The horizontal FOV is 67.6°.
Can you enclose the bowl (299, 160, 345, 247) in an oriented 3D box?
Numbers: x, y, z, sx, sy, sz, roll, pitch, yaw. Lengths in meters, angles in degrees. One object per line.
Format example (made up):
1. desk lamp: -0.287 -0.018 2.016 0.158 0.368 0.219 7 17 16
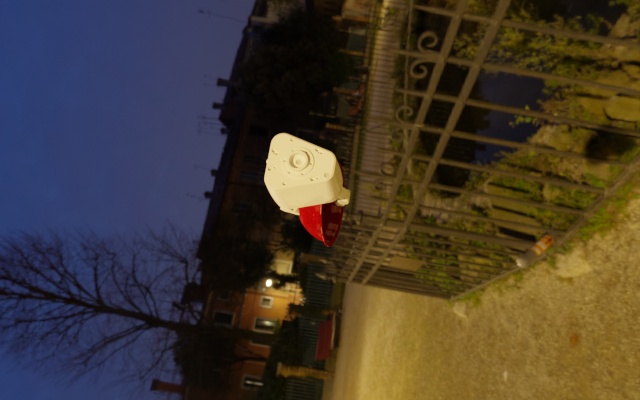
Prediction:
1. bowl: 0.000 0.004 0.892 0.055 0.162 0.162 5 1 17
